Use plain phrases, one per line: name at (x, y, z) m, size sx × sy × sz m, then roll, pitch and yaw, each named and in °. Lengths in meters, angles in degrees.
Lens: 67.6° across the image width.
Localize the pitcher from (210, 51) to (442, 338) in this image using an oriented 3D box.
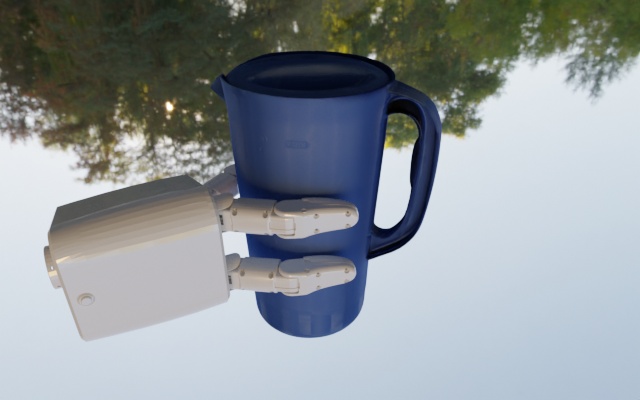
pitcher at (0.000, 0.001, 0.418) m, size 0.145 × 0.243 × 0.149 m, roll -15°, pitch 33°, yaw -24°
